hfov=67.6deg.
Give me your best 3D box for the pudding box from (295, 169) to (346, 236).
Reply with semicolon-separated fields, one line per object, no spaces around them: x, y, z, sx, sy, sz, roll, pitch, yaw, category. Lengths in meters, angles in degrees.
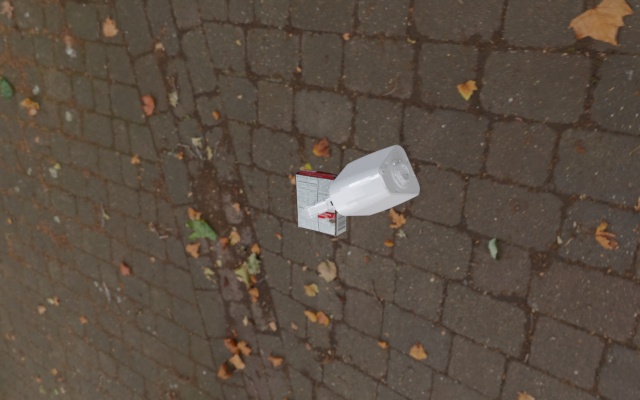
0.000;0.003;0.885;0.090;0.113;0.039;12;22;33;pudding box
